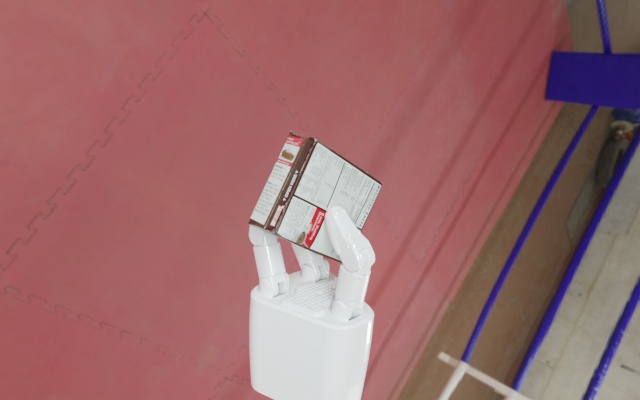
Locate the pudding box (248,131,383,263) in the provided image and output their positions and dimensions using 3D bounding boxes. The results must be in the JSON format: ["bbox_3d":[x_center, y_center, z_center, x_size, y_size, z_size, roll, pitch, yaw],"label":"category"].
[{"bbox_3d":[0.000,0.002,0.438,0.039,0.090,0.113,20,-6,41],"label":"pudding box"}]
